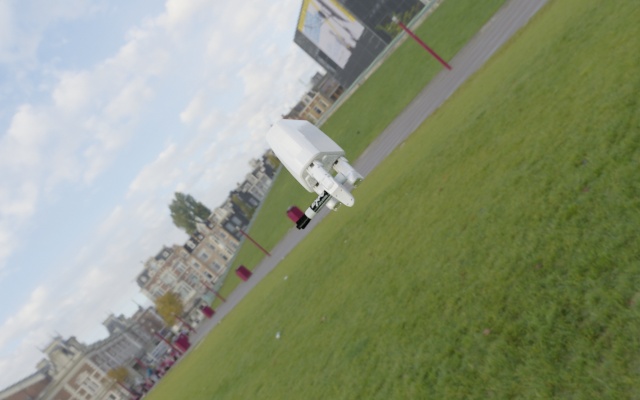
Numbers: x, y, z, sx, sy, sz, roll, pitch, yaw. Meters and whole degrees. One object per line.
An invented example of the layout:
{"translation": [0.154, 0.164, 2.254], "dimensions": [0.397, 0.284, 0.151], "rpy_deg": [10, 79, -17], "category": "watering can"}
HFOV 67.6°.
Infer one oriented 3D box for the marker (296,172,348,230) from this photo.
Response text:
{"translation": [0.000, 0.003, 0.810], "dimensions": [0.020, 0.121, 0.020], "rpy_deg": [39, 10, -8], "category": "marker"}
